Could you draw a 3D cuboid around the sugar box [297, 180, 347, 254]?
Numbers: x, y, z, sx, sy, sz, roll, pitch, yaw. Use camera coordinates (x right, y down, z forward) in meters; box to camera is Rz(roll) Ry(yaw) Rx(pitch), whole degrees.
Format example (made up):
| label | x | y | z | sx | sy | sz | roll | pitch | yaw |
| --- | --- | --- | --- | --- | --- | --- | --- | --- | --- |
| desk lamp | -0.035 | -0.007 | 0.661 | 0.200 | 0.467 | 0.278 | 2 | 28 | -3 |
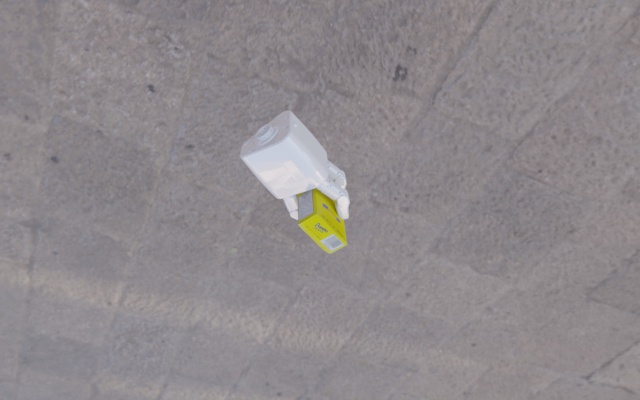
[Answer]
| label | x | y | z | sx | sy | sz | roll | pitch | yaw |
| --- | --- | --- | --- | --- | --- | --- | --- | --- | --- |
| sugar box | 0.001 | 0.003 | 0.862 | 0.048 | 0.176 | 0.093 | -29 | -54 | 21 |
